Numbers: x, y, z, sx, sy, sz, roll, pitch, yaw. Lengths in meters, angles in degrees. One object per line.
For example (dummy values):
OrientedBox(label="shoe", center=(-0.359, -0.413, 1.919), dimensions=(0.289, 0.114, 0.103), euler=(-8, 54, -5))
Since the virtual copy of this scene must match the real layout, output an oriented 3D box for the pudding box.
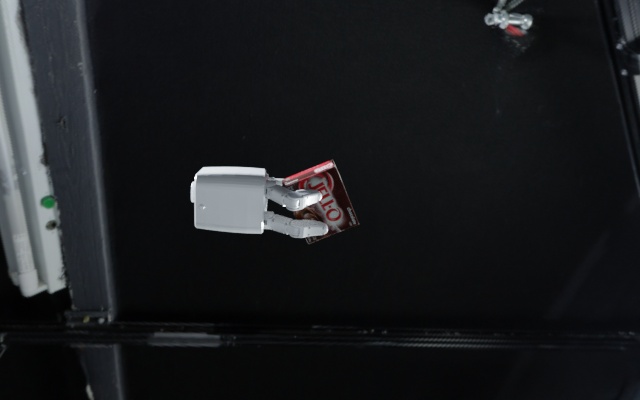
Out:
OrientedBox(label="pudding box", center=(0.000, 0.002, 0.761), dimensions=(0.090, 0.113, 0.039), euler=(-22, 28, 6))
